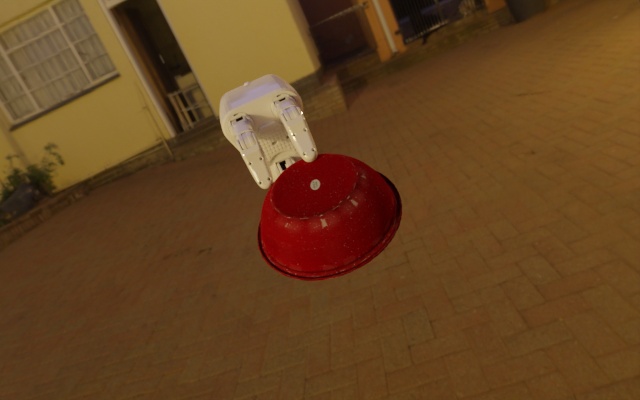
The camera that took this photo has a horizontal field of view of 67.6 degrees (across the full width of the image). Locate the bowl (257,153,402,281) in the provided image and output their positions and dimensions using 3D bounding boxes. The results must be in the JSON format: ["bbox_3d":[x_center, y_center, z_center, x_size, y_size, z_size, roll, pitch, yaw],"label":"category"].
[{"bbox_3d":[0.001,0.002,0.495,0.162,0.162,0.055,0,-42,23],"label":"bowl"}]
